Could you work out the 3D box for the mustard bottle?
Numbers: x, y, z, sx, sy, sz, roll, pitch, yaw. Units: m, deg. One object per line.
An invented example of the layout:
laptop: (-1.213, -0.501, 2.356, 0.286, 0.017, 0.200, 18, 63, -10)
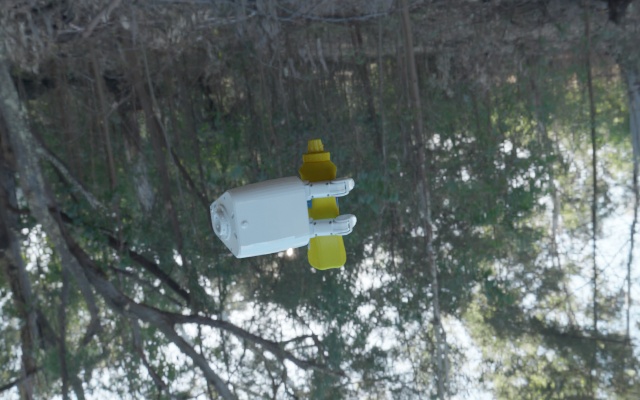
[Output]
mustard bottle: (0.000, 0.003, 0.731, 0.058, 0.191, 0.096, -7, 8, -5)
